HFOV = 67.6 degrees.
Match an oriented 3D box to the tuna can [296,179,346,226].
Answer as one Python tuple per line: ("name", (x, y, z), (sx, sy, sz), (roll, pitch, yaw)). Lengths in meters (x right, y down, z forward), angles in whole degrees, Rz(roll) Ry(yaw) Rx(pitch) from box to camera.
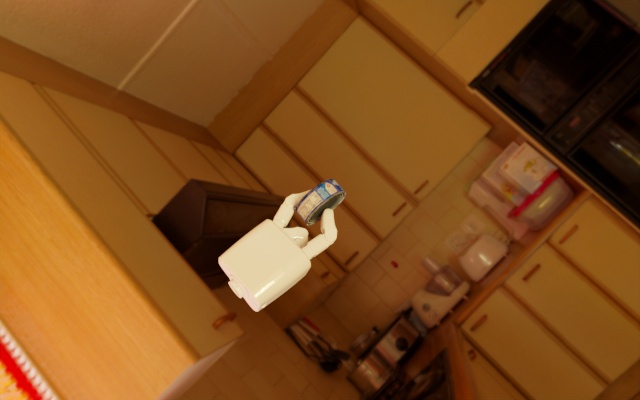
("tuna can", (0.000, 0.002, 0.809), (0.086, 0.033, 0.086), (-37, -14, -11))
